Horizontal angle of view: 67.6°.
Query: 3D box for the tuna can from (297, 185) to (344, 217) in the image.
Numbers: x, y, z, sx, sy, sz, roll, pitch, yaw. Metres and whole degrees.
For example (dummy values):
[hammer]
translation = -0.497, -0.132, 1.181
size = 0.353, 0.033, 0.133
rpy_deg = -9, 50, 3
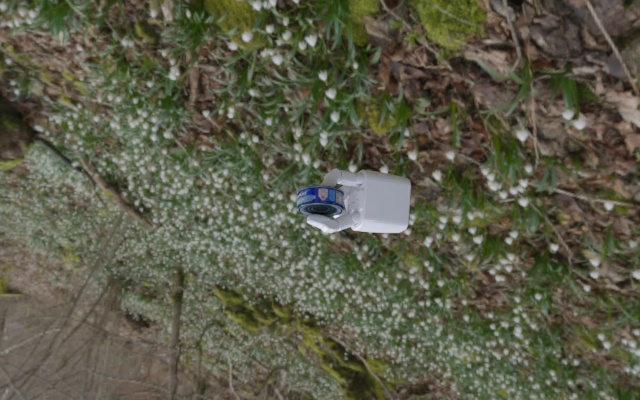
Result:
[tuna can]
translation = 0.000, 0.003, 0.862
size = 0.086, 0.033, 0.086
rpy_deg = 1, -19, 0
